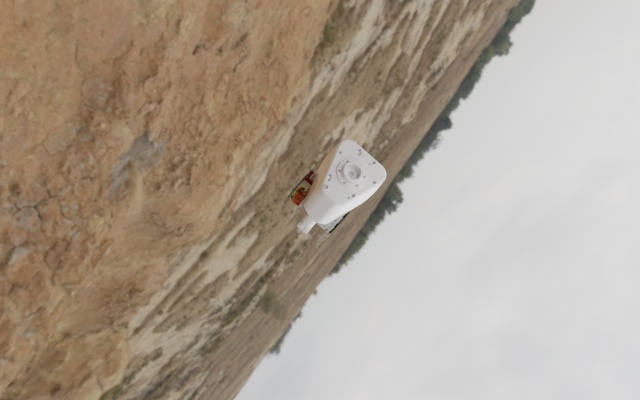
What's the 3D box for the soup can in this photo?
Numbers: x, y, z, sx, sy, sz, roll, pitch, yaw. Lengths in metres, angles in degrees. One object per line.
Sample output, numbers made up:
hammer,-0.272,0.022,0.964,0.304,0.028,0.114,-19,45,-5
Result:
soup can,0.000,0.003,0.865,0.102,0.068,0.068,41,0,0
